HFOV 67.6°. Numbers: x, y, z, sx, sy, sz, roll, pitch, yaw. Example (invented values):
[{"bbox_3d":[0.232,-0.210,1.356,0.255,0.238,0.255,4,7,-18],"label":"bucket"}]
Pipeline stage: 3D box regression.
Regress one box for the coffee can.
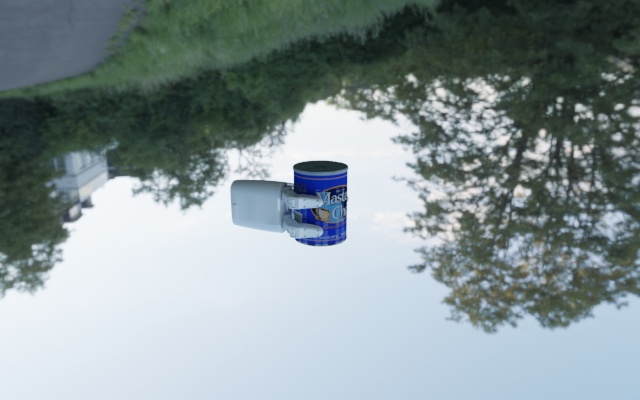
[{"bbox_3d":[0.000,0.003,0.895,0.103,0.140,0.102,0,16,0],"label":"coffee can"}]
